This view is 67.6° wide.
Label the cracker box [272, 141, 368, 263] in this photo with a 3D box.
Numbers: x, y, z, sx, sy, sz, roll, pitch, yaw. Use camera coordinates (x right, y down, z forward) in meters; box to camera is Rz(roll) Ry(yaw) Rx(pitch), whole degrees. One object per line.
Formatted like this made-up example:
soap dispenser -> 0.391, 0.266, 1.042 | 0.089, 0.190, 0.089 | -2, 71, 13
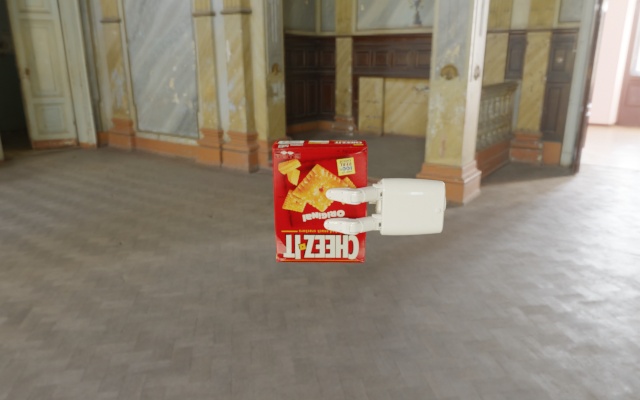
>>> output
cracker box -> 0.000, 0.003, 0.853 | 0.164, 0.214, 0.072 | 0, 17, 2
